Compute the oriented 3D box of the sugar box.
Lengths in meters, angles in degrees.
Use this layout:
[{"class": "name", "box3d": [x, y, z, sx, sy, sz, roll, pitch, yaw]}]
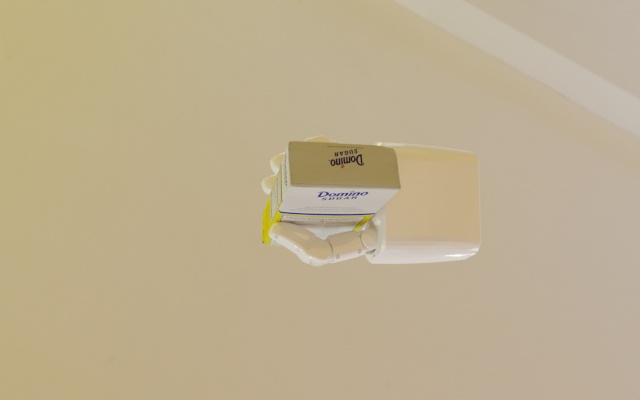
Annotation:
[{"class": "sugar box", "box3d": [0.000, 0.001, 0.456, 0.093, 0.048, 0.176, 1, -23, -14]}]
